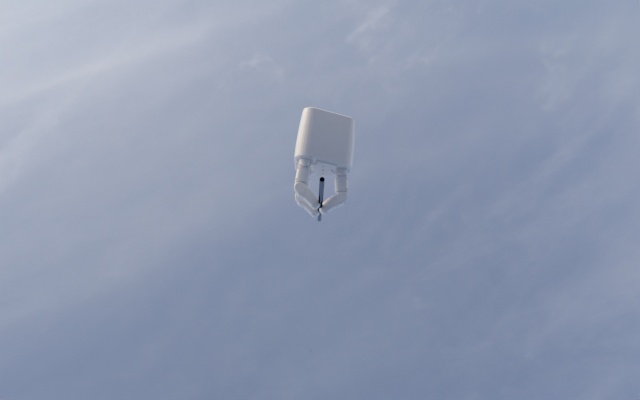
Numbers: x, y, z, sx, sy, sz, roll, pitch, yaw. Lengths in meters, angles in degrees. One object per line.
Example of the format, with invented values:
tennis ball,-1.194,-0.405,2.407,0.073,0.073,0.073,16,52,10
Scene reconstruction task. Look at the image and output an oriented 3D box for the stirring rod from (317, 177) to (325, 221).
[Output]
stirring rod,0.000,0.003,0.865,0.011,0.011,0.240,0,-17,-1
